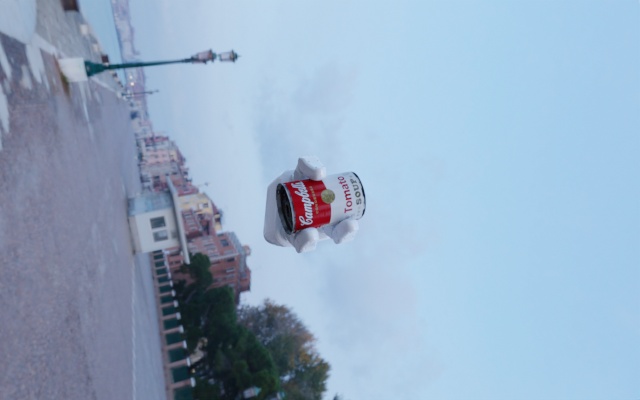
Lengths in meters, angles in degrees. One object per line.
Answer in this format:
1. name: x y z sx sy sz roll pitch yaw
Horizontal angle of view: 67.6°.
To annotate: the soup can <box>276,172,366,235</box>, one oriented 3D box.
1. soup can: 0.001 0.002 0.628 0.102 0.068 0.068 -11 4 -19
